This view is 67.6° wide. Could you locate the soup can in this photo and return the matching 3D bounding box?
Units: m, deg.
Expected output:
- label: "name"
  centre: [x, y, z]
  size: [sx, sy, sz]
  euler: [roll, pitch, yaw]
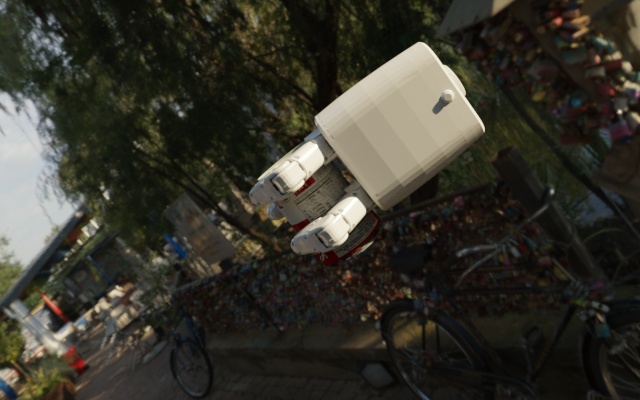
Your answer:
- label: "soup can"
  centre: [-0.001, 0.001, 0.432]
  size: [0.068, 0.102, 0.068]
  euler: [-37, 10, 8]
